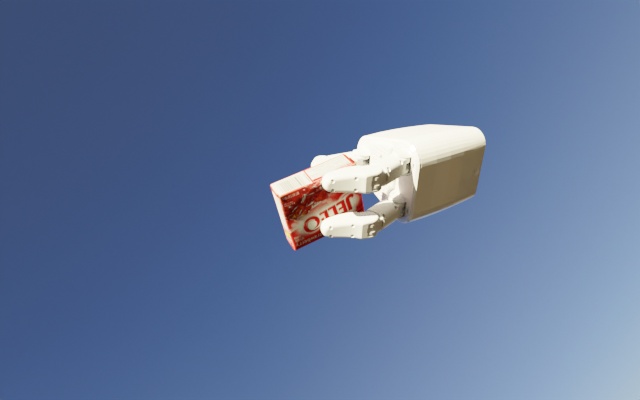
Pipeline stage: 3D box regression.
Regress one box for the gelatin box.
[{"bbox_3d":[0.000,0.002,0.501,0.089,0.073,0.030,-24,38,-14],"label":"gelatin box"}]
